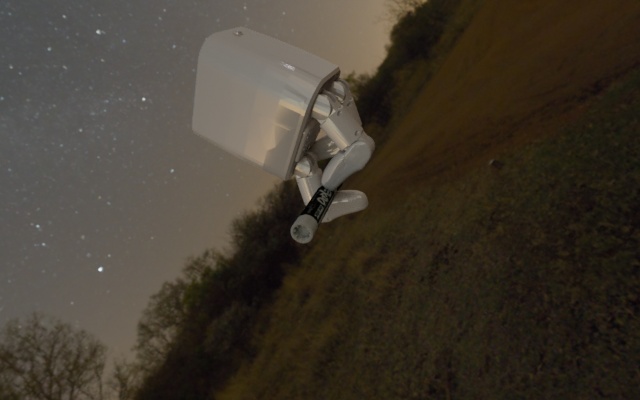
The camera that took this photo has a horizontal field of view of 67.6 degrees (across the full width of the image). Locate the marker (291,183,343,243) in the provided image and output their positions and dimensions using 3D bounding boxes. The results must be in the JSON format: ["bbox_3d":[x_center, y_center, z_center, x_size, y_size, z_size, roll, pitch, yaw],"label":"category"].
[{"bbox_3d":[0.000,0.001,0.426,0.020,0.020,0.121,0,24,16],"label":"marker"}]
